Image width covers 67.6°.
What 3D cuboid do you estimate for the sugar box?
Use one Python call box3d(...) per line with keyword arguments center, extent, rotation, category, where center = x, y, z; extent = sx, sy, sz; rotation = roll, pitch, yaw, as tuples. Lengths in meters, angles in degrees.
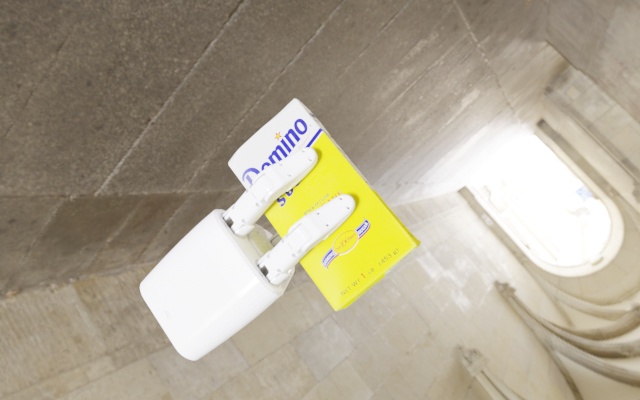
box3d(center=(0.000, 0.002, 0.439), extent=(0.093, 0.176, 0.048), rotation=(-41, -14, 9), category="sugar box")
